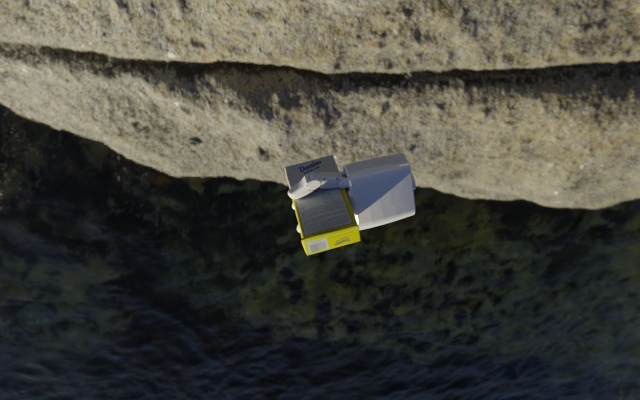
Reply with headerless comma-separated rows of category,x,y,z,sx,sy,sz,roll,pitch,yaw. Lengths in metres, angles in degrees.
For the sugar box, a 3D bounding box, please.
sugar box,0.000,0.003,0.810,0.093,0.048,0.176,-15,45,-1
